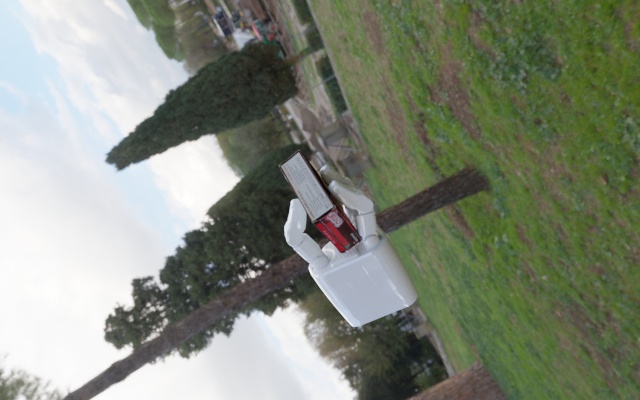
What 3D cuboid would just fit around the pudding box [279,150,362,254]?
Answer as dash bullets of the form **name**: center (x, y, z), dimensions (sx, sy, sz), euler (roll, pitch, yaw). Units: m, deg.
- **pudding box**: center (0.000, 0.002, 0.605), dimensions (0.039, 0.113, 0.090), euler (-36, -39, 2)
